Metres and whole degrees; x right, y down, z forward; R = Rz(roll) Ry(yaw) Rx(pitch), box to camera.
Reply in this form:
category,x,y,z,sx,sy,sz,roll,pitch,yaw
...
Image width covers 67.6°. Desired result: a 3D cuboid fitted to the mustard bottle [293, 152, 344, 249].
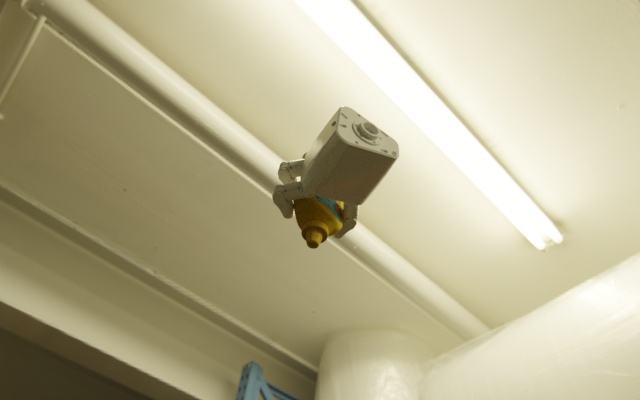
category,x,y,z,sx,sy,sz,roll,pitch,yaw
mustard bottle,0.000,0.003,0.771,0.058,0.191,0.096,-27,-58,28
